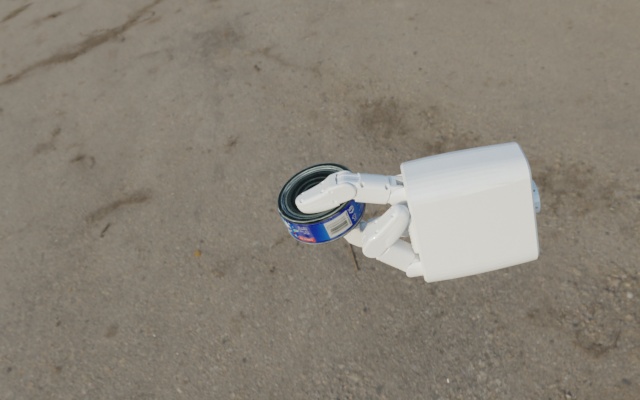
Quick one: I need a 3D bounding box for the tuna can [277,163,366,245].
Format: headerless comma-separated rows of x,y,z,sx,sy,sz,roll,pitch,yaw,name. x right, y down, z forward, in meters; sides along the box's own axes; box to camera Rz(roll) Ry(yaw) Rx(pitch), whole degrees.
0.000,0.001,0.483,0.086,0.086,0.034,0,-43,26,tuna can
